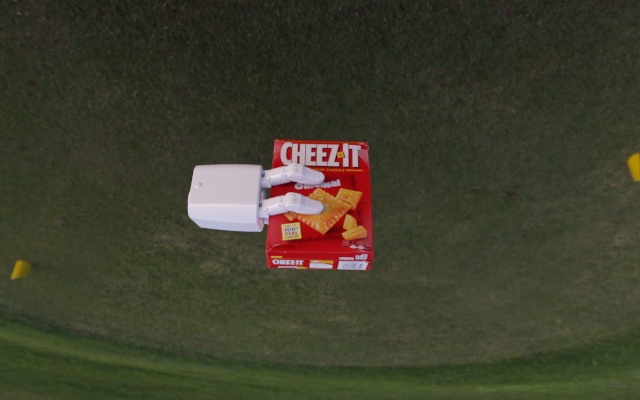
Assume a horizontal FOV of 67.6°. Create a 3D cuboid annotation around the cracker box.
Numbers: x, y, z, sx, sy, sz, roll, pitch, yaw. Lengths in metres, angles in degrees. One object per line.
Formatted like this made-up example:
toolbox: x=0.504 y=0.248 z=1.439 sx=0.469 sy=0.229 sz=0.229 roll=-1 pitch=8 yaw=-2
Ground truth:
cracker box: x=0.000 y=0.003 z=0.780 sx=0.164 sy=0.213 sz=0.072 roll=2 pitch=-31 yaw=-2
